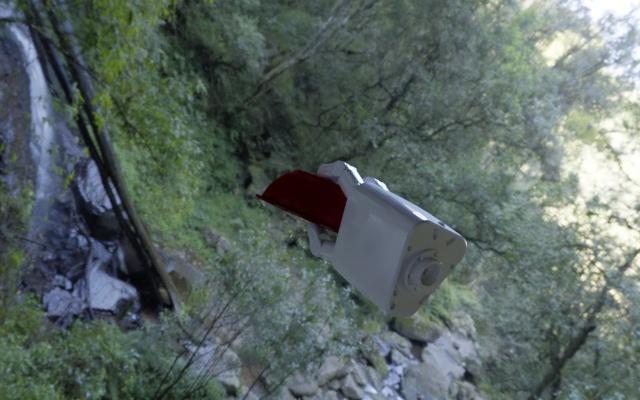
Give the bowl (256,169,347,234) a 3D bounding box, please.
[{"bbox_3d":[-0.001,0.001,0.623,0.162,0.055,0.162,23,-1,1],"label":"bowl"}]
